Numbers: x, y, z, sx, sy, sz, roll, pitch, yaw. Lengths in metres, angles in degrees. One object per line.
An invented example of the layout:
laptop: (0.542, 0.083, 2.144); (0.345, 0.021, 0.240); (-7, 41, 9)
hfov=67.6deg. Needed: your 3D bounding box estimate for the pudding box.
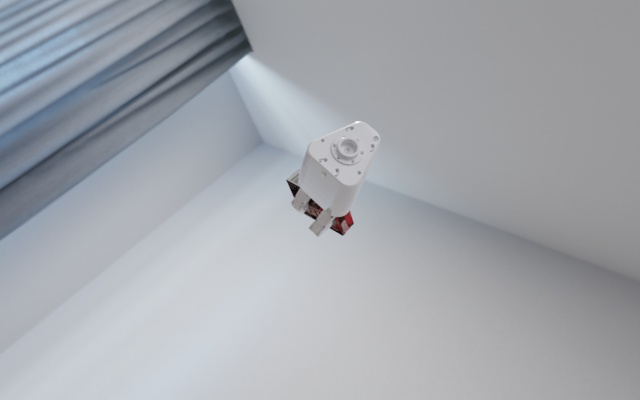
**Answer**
pudding box: (0.000, 0.003, 0.839); (0.113, 0.090, 0.039); (30, 63, 36)
